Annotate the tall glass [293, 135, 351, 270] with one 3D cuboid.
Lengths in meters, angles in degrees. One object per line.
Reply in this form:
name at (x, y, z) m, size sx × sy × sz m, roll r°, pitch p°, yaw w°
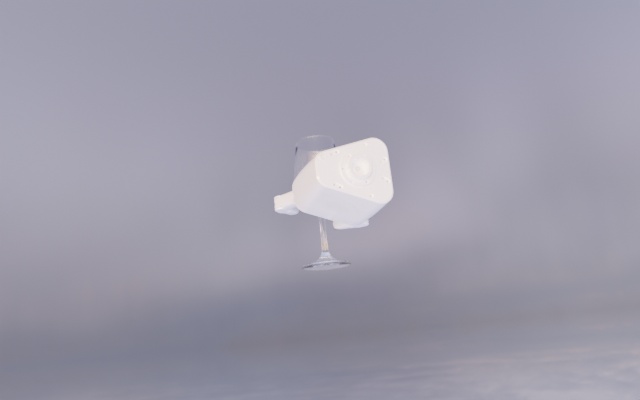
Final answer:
tall glass at (0.000, 0.003, 0.738) m, size 0.079 × 0.201 × 0.079 m, roll -5°, pitch -16°, yaw -1°
